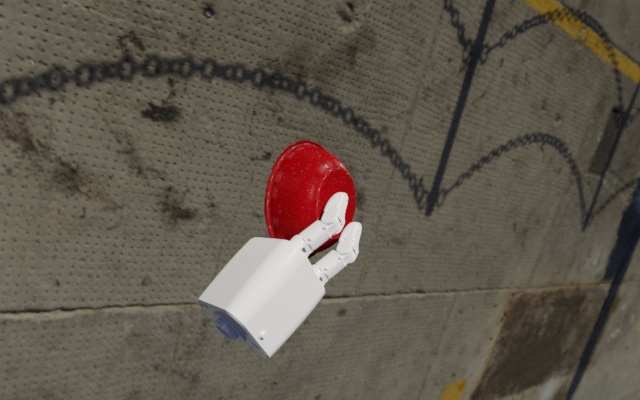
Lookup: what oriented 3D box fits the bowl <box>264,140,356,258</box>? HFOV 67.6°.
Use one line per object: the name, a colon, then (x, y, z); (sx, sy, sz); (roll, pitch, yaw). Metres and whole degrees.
bowl: (0.001, 0.001, 0.625); (0.055, 0.162, 0.162); (5, 3, 35)
